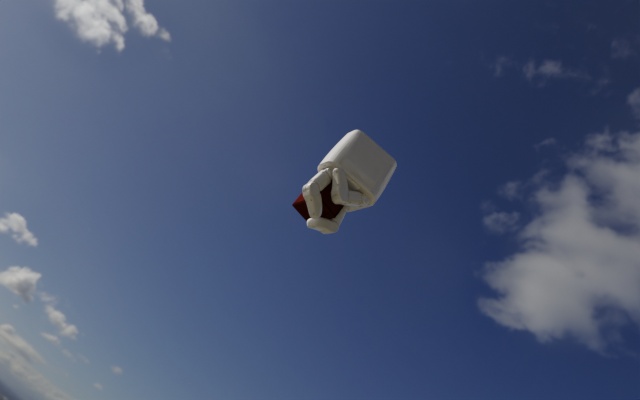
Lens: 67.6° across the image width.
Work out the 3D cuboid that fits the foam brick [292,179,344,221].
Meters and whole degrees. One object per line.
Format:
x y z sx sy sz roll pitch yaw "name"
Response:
0.000 0.003 0.851 0.078 0.053 0.051 -17 29 49 "foam brick"
